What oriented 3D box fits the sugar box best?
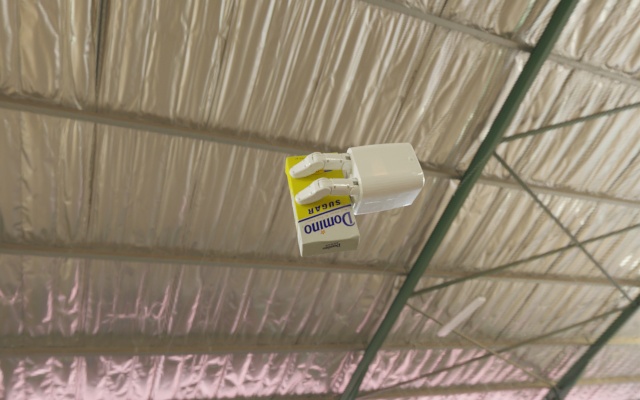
[{"bbox_3d":[0.000,0.002,0.782,0.093,0.176,0.048,-7,-38,-9],"label":"sugar box"}]
